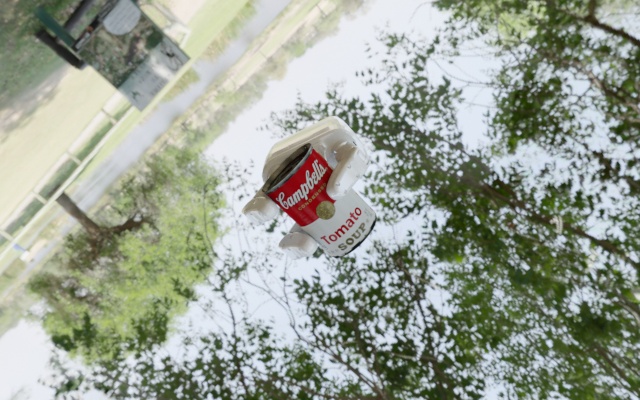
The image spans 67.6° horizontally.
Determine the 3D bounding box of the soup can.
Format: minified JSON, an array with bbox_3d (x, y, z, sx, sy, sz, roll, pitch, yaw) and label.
[{"bbox_3d":[0.000,0.002,0.485,0.102,0.068,0.068,45,-16,-16],"label":"soup can"}]
